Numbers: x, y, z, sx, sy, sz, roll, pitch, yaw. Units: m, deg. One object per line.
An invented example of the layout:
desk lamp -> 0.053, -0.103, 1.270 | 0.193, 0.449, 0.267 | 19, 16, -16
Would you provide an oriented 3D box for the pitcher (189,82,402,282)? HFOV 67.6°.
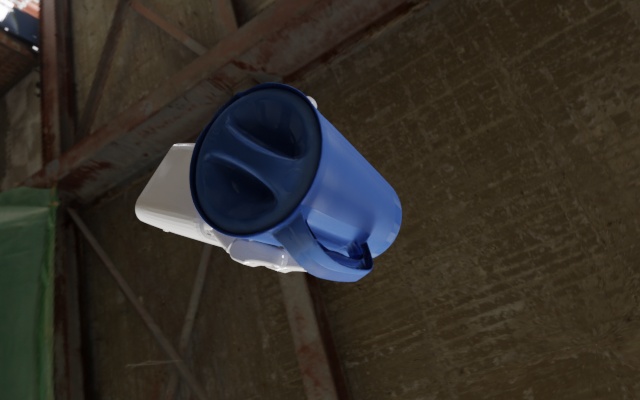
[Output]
pitcher -> 0.000, 0.001, 0.483 | 0.145, 0.149, 0.243 | 7, -11, 30
